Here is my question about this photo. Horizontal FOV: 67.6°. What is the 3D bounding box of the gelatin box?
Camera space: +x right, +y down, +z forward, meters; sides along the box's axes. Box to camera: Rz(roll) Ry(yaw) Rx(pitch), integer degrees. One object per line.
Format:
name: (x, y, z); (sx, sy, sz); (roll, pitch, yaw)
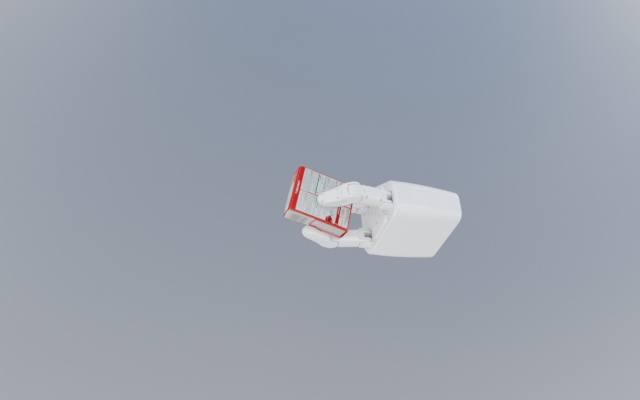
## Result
gelatin box: (0.000, 0.002, 0.656); (0.089, 0.073, 0.030); (21, -32, -15)
